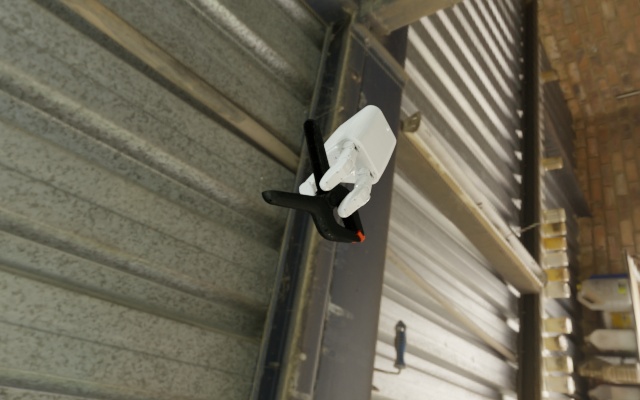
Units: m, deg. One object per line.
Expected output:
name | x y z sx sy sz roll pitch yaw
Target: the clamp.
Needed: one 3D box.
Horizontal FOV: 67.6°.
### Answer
clamp | 0.000 0.003 0.735 0.036 0.210 0.164 -7 36 41
